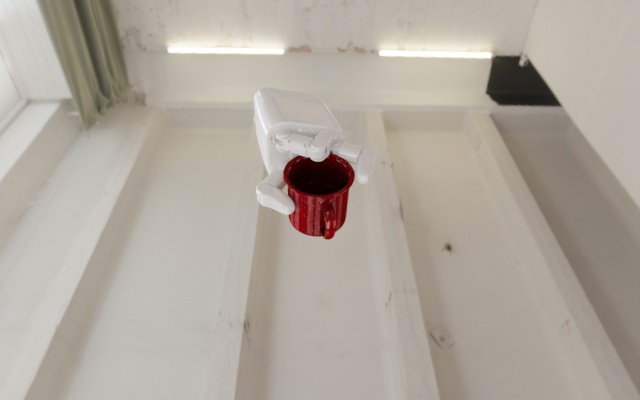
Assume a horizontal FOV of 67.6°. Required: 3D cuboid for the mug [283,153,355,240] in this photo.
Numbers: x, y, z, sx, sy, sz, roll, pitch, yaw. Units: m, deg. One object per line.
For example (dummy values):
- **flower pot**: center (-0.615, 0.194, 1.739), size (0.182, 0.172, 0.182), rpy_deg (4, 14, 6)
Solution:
- **mug**: center (0.001, 0.003, 0.634), size (0.093, 0.082, 0.117), rpy_deg (-10, 44, -13)
